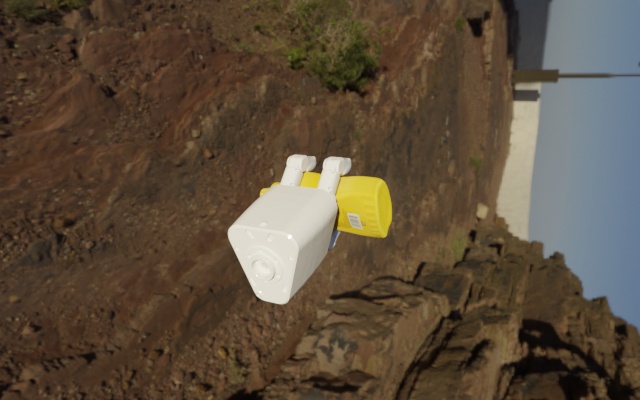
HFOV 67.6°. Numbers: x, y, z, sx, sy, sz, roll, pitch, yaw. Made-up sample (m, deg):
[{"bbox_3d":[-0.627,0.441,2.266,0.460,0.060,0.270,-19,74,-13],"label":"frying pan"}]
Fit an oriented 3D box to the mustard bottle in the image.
[{"bbox_3d":[0.000,0.002,0.675,0.191,0.058,0.096,7,-36,24],"label":"mustard bottle"}]
